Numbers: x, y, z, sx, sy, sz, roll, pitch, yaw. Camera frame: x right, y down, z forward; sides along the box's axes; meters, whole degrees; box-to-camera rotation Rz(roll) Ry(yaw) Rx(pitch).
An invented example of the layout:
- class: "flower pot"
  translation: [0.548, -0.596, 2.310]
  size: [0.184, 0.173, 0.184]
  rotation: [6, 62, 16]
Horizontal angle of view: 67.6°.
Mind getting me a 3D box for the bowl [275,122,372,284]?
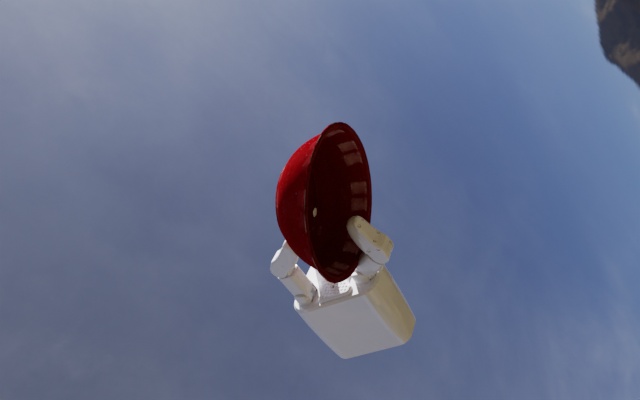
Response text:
- class: "bowl"
  translation: [-0.001, 0.000, 0.493]
  size: [0.055, 0.162, 0.162]
  rotation: [2, 1, 27]
